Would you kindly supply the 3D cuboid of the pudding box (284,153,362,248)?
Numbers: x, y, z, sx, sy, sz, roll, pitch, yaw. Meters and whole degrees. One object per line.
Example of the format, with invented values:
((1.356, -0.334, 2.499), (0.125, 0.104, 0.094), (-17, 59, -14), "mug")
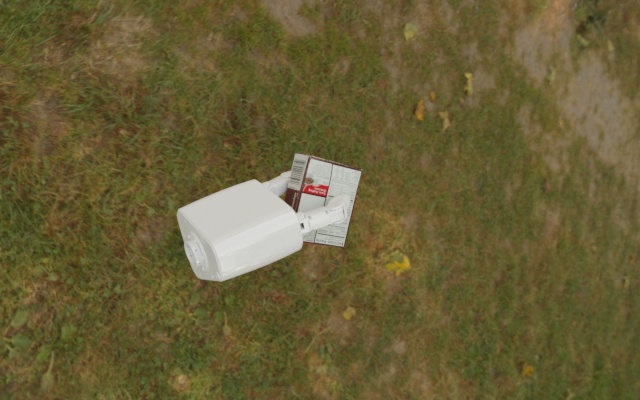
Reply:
((0.000, 0.002, 0.628), (0.090, 0.113, 0.039), (11, 5, -35), "pudding box")
